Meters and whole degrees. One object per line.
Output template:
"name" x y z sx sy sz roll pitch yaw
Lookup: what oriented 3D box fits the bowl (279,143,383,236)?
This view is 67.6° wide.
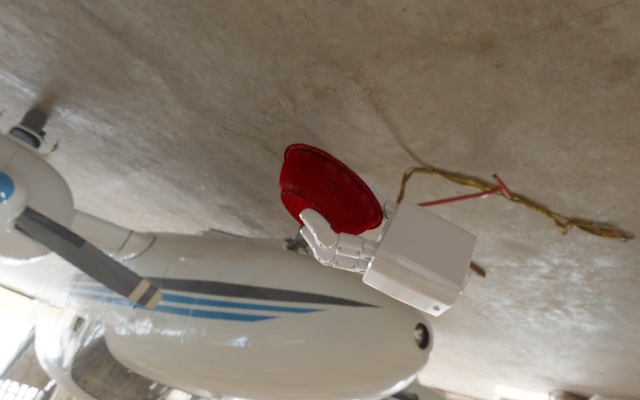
"bowl" -0.001 0.002 0.626 0.162 0.055 0.162 34 -21 15
